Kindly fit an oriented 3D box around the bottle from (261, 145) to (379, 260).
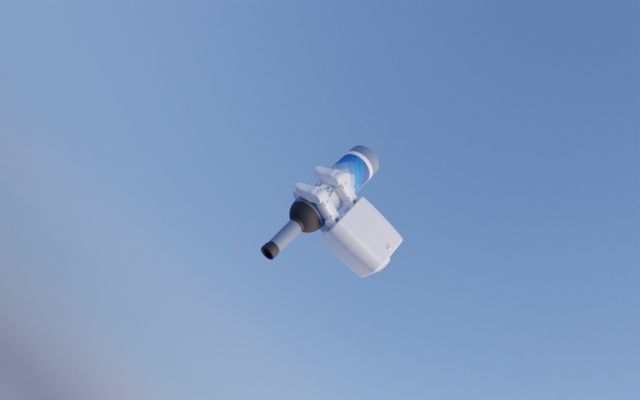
[{"bbox_3d":[0.000,0.003,0.856,0.069,0.069,0.295,0,34,46],"label":"bottle"}]
